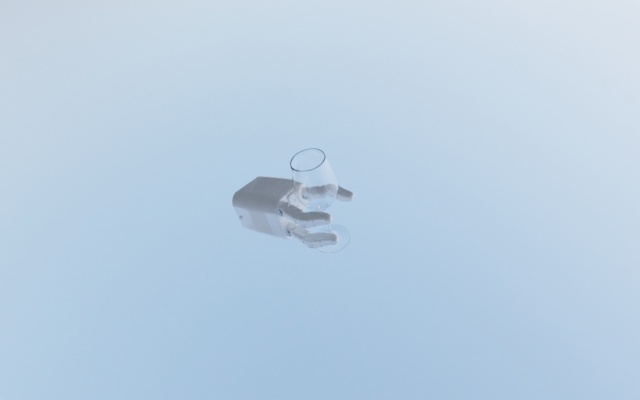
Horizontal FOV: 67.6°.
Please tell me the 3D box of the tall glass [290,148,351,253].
[{"bbox_3d":[0.000,0.003,0.866,0.079,0.201,0.079,-9,42,8],"label":"tall glass"}]
